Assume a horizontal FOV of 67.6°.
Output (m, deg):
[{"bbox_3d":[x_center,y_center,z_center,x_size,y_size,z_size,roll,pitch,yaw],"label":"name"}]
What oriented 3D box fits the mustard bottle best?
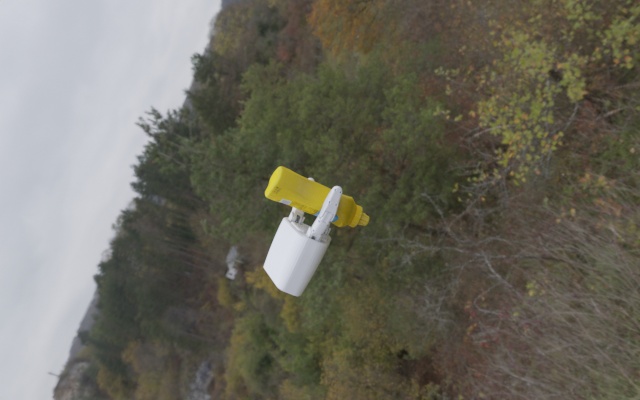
[{"bbox_3d":[0.000,0.002,0.858,0.191,0.058,0.096,23,-16,-13],"label":"mustard bottle"}]
